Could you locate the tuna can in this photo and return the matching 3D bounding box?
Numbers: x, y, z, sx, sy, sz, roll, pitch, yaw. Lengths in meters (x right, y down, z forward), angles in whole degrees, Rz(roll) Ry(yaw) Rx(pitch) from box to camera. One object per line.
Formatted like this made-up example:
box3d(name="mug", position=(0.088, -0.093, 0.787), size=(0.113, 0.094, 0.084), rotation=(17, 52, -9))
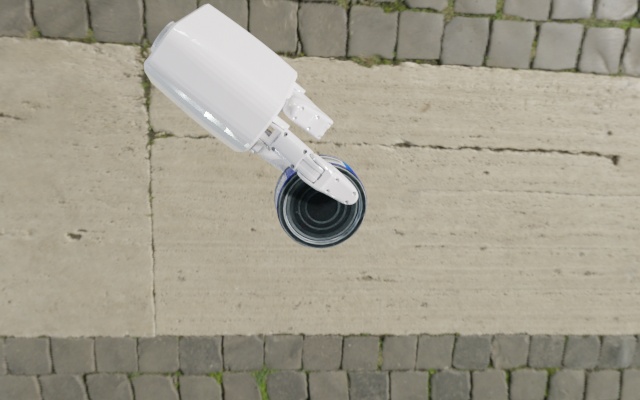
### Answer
box3d(name="tuna can", position=(0.000, 0.002, 0.451), size=(0.086, 0.086, 0.033), rotation=(0, 19, -9))
